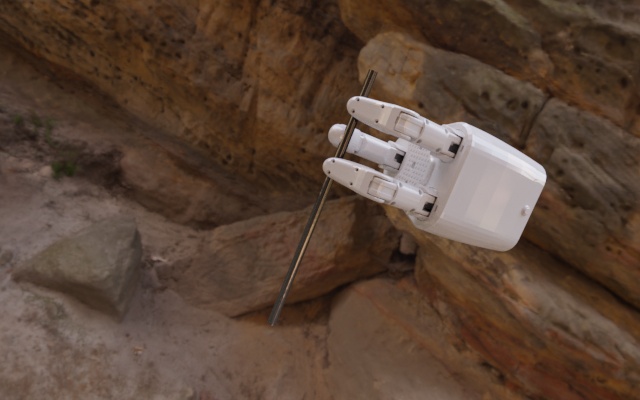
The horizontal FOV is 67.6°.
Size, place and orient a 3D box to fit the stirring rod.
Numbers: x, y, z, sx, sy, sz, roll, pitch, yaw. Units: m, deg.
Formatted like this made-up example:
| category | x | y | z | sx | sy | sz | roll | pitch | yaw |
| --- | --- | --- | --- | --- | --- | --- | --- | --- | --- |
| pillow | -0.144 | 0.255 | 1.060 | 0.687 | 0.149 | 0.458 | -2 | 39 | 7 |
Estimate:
| category | x | y | z | sx | sy | sz | roll | pitch | yaw |
| --- | --- | --- | --- | --- | --- | --- | --- | --- | --- |
| stirring rod | 0.000 | 0.001 | 0.419 | 0.011 | 0.239 | 0.011 | 22 | 8 | -3 |
